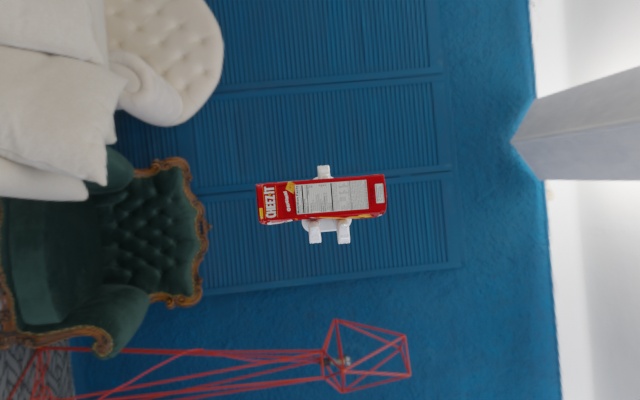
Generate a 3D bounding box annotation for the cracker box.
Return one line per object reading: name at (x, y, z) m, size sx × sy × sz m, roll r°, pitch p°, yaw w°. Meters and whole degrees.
cracker box at (0.000, 0.003, 0.854) m, size 0.214 × 0.072 × 0.164 m, roll -5°, pitch -4°, yaw -2°
